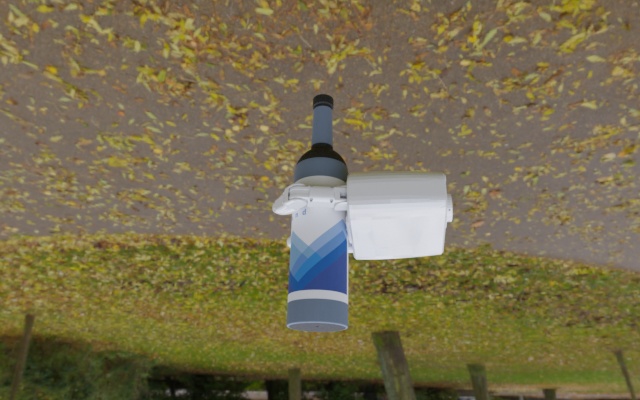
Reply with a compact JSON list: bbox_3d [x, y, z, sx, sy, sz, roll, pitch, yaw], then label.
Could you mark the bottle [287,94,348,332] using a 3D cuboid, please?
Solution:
[{"bbox_3d":[0.000,0.002,0.572,0.069,0.295,0.069,1,-23,1],"label":"bottle"}]
